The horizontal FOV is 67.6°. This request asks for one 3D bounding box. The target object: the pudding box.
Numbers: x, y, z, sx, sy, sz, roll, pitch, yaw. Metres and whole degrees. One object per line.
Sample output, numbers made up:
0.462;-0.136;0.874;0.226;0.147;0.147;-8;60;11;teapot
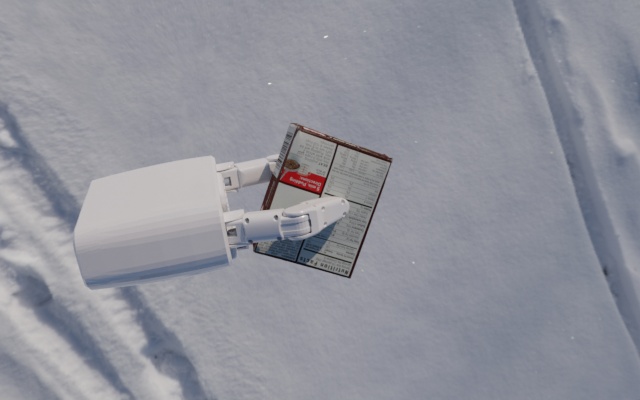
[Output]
0.000;0.001;0.409;0.090;0.113;0.039;18;9;-15;pudding box
